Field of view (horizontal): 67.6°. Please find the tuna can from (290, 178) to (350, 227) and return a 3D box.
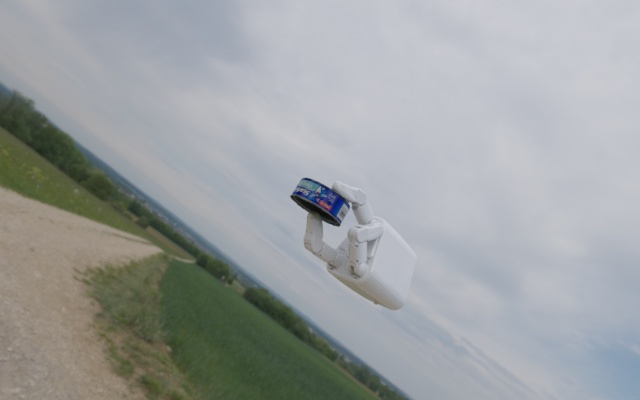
[{"bbox_3d":[0.000,0.002,0.703,0.086,0.033,0.086,30,-11,6],"label":"tuna can"}]
